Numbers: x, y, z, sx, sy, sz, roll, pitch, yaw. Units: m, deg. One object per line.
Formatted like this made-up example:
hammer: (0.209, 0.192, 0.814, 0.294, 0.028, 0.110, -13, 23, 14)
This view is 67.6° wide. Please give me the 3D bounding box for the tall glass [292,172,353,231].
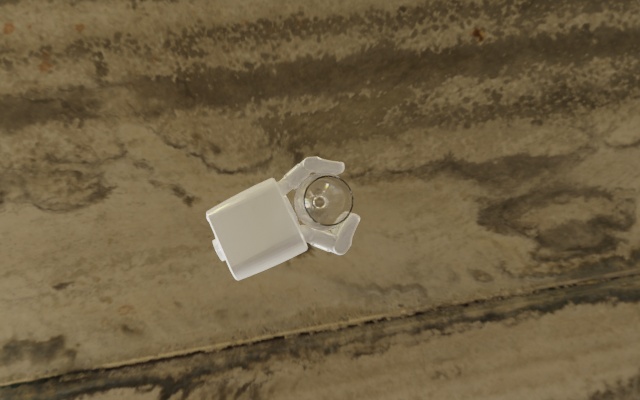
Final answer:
tall glass: (0.000, 0.002, 0.677, 0.079, 0.079, 0.201, 0, -1, -6)
